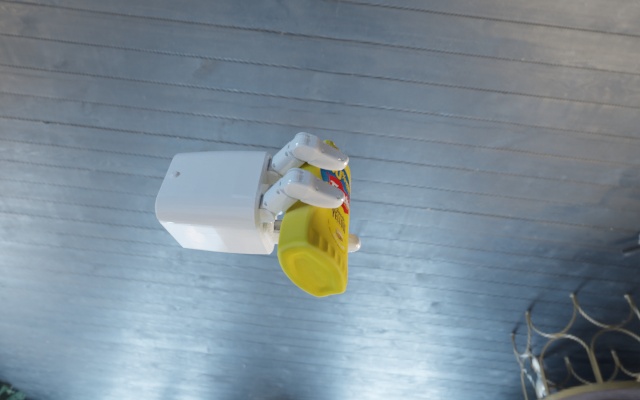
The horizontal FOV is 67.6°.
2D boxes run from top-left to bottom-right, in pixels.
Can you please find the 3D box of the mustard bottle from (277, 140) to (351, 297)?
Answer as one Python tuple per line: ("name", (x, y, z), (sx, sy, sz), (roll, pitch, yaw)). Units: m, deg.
("mustard bottle", (0.000, 0.002, 0.526), (0.058, 0.191, 0.096), (-16, -47, 22))
